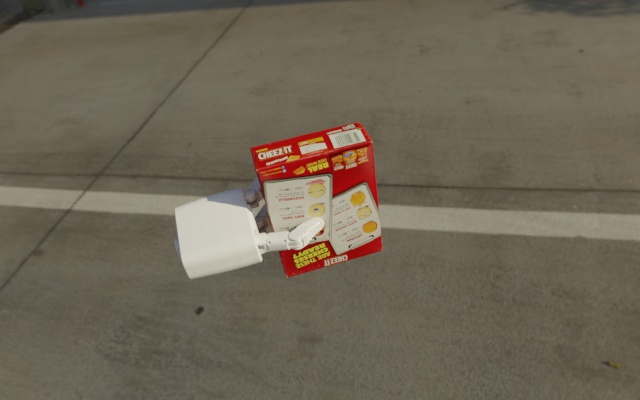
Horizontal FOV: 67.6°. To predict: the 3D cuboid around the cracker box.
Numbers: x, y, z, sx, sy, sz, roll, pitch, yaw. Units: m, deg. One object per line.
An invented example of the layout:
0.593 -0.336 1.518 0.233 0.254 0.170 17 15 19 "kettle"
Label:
0.000 0.002 0.721 0.164 0.214 0.072 -15 39 -5 "cracker box"
